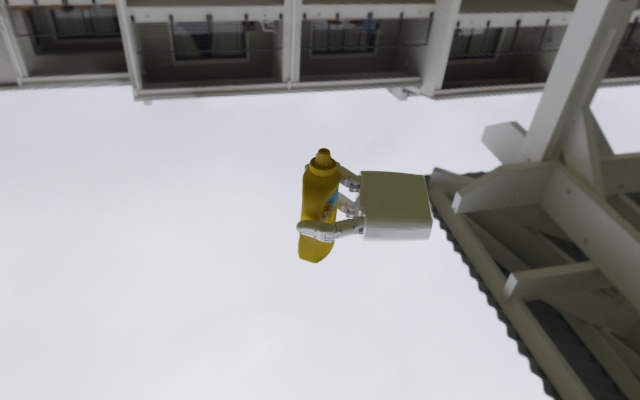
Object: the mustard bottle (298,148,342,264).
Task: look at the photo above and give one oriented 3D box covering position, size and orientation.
[{"bbox_3d":[0.000,0.003,0.757,0.058,0.192,0.096,17,40,14],"label":"mustard bottle"}]
